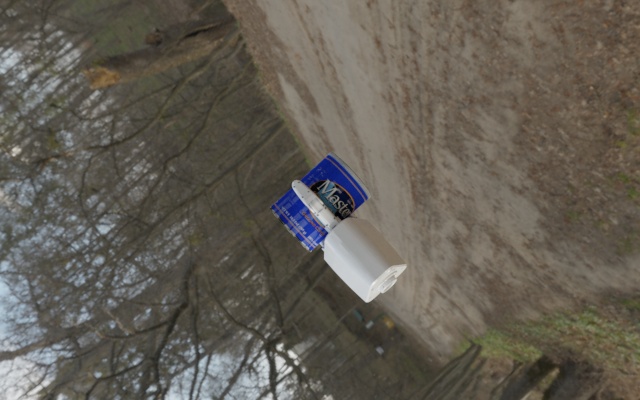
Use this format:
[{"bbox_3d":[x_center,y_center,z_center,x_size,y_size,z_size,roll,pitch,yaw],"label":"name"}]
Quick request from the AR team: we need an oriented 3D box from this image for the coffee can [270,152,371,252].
[{"bbox_3d":[0.000,0.002,0.806,0.140,0.103,0.103,-42,2,-2],"label":"coffee can"}]
